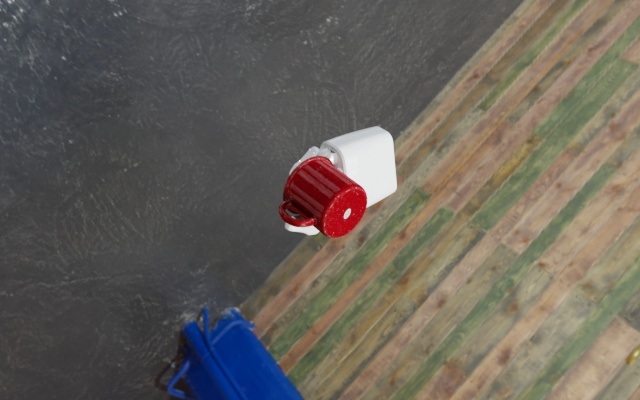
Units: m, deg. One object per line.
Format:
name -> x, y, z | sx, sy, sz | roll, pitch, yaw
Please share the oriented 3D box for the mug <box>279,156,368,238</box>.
mug -> -0.001, 0.003, 0.643 | 0.117, 0.093, 0.081 | -24, 44, -31
